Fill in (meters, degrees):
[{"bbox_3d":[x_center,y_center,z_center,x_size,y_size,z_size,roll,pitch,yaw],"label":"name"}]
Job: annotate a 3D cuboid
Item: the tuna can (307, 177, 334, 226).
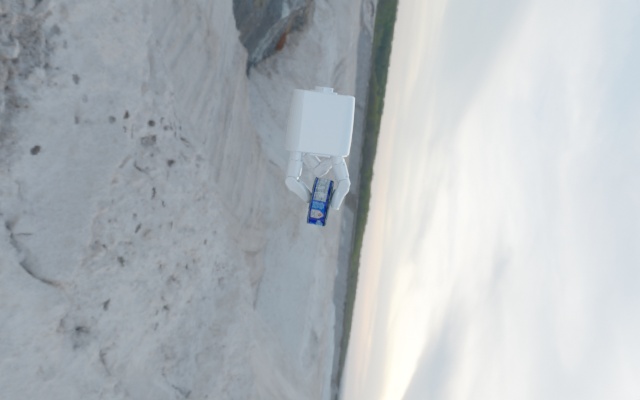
[{"bbox_3d":[0.001,0.003,0.855,0.034,0.086,0.086,11,1,3],"label":"tuna can"}]
